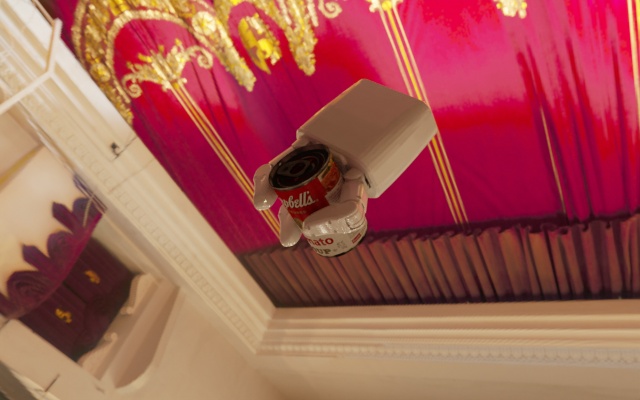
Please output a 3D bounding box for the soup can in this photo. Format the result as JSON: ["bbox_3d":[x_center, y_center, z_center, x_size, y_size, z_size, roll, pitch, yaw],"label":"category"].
[{"bbox_3d":[0.000,0.002,0.494,0.068,0.102,0.068,-21,35,15],"label":"soup can"}]
